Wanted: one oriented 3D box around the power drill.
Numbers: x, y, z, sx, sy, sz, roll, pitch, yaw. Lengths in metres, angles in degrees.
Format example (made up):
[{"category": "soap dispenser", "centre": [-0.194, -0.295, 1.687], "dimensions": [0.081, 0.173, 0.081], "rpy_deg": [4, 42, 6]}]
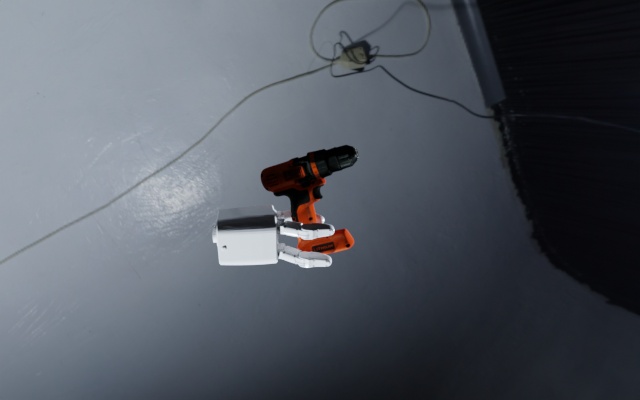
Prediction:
[{"category": "power drill", "centre": [0.000, 0.003, 0.878], "dimensions": [0.184, 0.188, 0.057], "rpy_deg": [-15, 10, 14]}]
